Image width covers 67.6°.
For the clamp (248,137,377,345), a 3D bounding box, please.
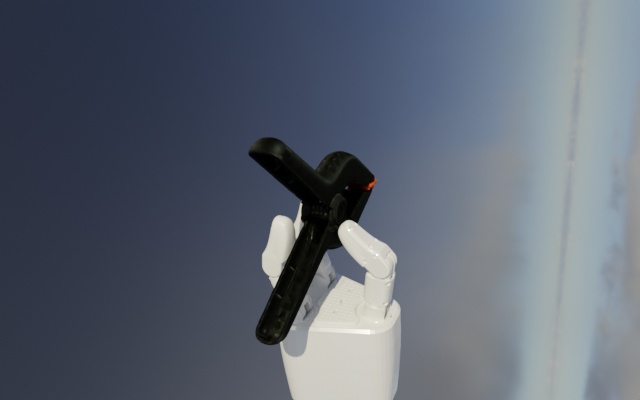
[{"bbox_3d":[0.001,0.002,0.421,0.036,0.165,0.210,11,29,24],"label":"clamp"}]
